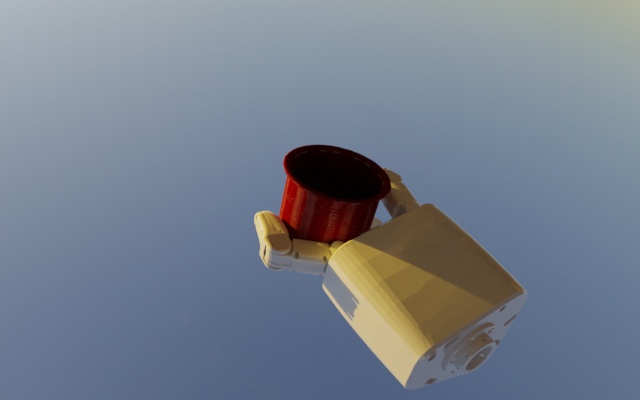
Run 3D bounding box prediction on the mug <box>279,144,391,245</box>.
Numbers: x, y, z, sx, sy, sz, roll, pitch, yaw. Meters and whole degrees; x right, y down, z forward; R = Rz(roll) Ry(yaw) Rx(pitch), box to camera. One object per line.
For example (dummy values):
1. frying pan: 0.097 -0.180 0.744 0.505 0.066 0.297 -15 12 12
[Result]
1. mug: -0.001 0.001 0.431 0.093 0.081 0.117 -9 39 -32
